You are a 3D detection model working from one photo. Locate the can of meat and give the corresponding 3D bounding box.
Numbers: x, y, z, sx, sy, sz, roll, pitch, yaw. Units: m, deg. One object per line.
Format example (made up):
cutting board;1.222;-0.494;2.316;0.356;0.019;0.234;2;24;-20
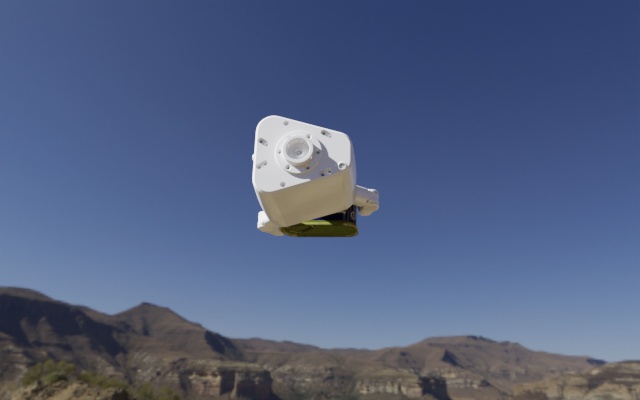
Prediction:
can of meat;0.000;0.002;0.645;0.102;0.084;0.057;-1;-20;7
